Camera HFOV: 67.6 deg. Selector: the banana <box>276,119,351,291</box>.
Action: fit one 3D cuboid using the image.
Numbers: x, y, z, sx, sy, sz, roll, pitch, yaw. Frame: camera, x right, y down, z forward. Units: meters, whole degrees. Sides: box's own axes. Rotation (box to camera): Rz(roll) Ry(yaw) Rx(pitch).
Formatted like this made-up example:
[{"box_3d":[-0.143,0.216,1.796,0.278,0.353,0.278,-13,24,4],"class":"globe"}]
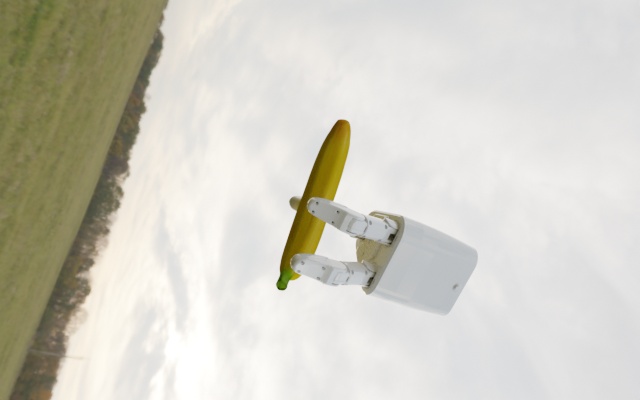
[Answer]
[{"box_3d":[-0.005,0.007,0.536,0.037,0.197,0.069,20,-10,-8],"class":"banana"}]
